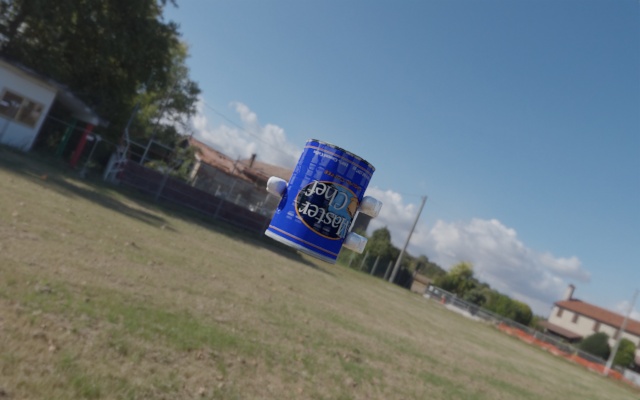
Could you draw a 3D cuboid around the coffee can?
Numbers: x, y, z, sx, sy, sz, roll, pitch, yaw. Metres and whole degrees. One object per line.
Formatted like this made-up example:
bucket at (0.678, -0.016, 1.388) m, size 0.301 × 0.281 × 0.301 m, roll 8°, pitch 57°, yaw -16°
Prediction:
coffee can at (0.000, 0.002, 0.645) m, size 0.103 × 0.140 × 0.103 m, roll 24°, pitch -4°, yaw 2°
